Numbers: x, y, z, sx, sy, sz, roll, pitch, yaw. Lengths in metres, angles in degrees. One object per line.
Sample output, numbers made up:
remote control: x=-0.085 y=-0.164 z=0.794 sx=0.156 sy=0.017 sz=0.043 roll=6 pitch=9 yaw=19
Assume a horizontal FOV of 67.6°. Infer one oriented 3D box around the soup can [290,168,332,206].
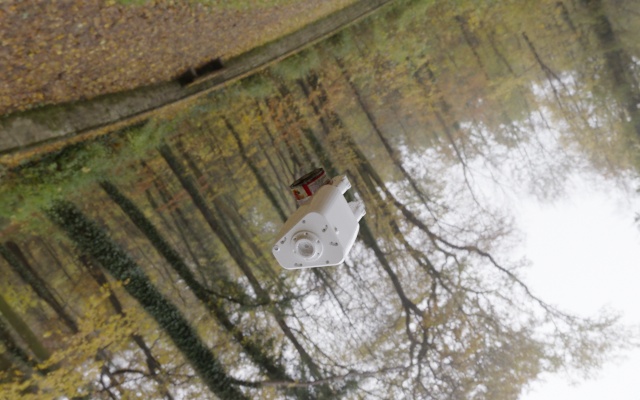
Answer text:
soup can: x=0.000 y=0.003 z=0.840 sx=0.068 sy=0.102 sz=0.068 roll=-29 pitch=12 yaw=7
